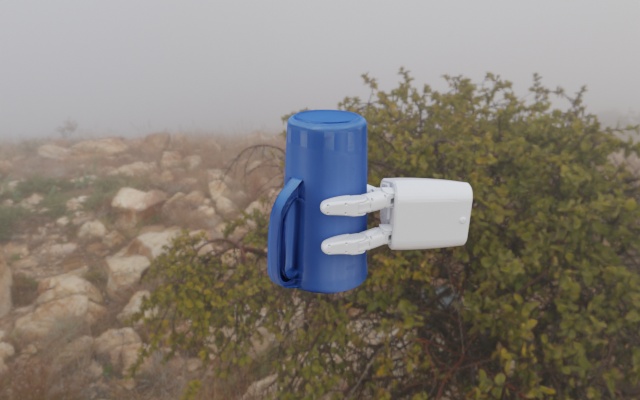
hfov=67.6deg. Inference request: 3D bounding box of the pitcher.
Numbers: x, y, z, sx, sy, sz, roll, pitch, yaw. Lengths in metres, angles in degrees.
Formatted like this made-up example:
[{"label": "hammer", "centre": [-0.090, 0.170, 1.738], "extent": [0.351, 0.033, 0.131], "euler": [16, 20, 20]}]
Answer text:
[{"label": "pitcher", "centre": [0.000, 0.002, 0.675], "extent": [0.145, 0.243, 0.149], "euler": [0, 21, -2]}]
